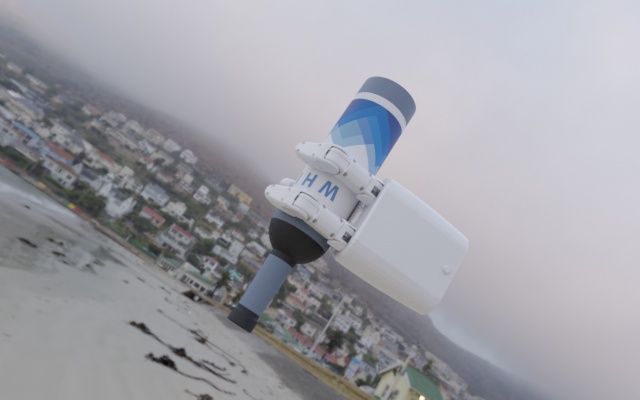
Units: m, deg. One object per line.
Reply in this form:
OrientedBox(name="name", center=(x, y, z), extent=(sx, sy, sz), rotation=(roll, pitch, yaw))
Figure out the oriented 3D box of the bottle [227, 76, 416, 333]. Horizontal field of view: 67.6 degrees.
OrientedBox(name="bottle", center=(0.000, 0.001, 0.496), extent=(0.069, 0.295, 0.069), rotation=(31, -17, 10))
